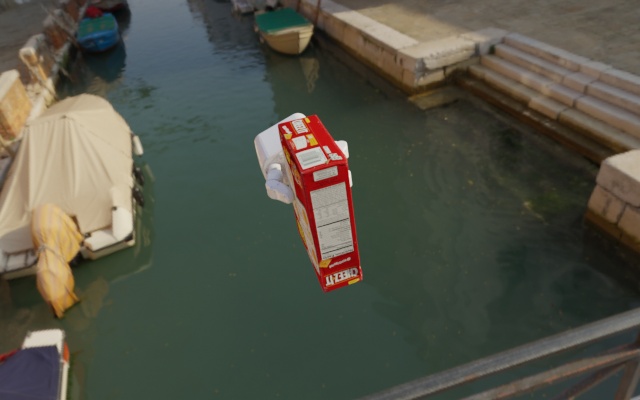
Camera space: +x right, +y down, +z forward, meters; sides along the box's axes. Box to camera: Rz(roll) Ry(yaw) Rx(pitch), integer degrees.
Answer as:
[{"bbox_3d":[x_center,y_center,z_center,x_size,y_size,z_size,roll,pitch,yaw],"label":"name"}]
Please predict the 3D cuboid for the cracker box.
[{"bbox_3d":[0.000,0.002,0.721,0.072,0.214,0.164,-16,34,-8],"label":"cracker box"}]
